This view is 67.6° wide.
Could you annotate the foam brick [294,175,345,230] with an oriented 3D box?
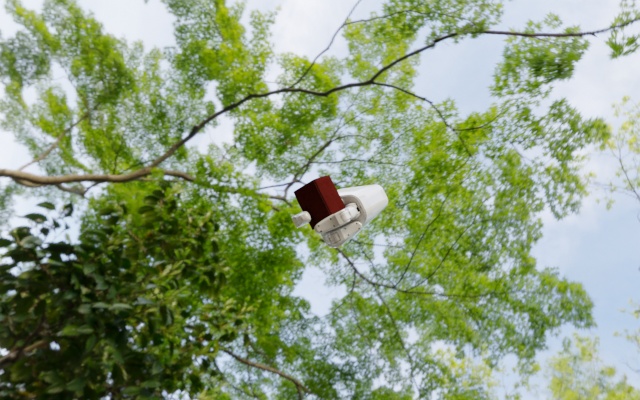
[{"bbox_3d":[0.000,0.002,0.834,0.053,0.078,0.051,-27,-1,36],"label":"foam brick"}]
